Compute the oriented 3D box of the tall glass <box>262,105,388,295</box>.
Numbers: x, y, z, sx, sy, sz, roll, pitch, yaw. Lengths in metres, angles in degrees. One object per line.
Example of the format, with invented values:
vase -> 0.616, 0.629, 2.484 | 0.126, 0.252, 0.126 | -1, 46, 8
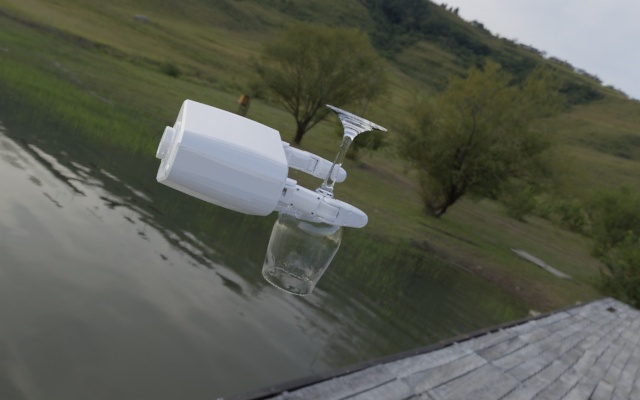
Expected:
tall glass -> 0.000, 0.001, 0.528 | 0.079, 0.201, 0.079 | 22, 9, -4
